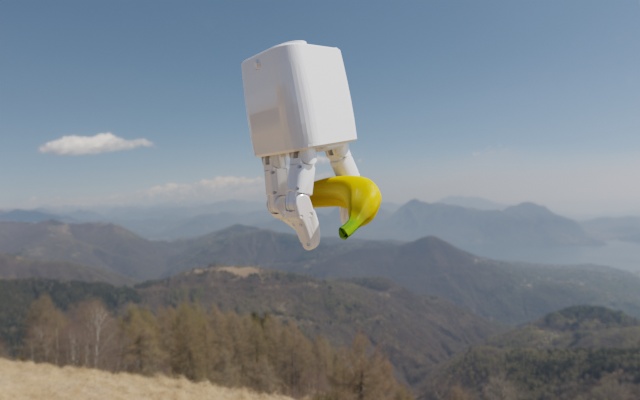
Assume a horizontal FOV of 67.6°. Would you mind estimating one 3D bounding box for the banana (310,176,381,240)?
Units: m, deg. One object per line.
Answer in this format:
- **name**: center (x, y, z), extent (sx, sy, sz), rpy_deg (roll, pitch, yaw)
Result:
- **banana**: center (0.018, -0.004, 0.518), extent (0.069, 0.037, 0.198), rpy_deg (-19, 12, -13)
